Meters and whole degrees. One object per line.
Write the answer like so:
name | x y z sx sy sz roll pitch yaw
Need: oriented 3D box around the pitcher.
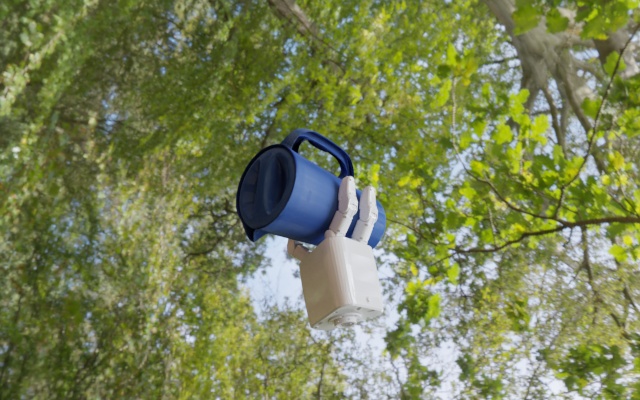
pitcher | 0.000 0.003 0.772 0.149 0.145 0.243 -33 -38 32
